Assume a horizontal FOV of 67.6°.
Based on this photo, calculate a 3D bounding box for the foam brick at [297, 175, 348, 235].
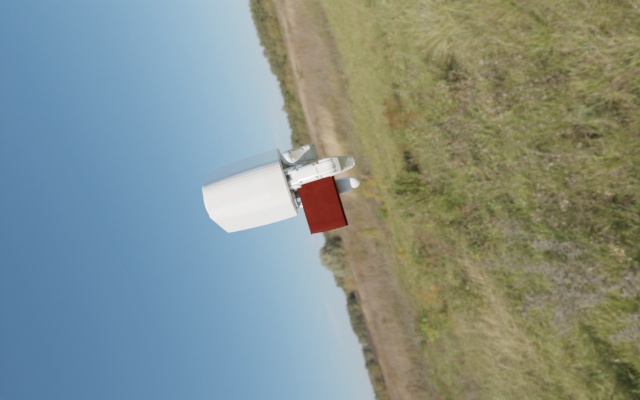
[{"bbox_3d":[0.000,0.002,0.645,0.051,0.078,0.053,-17,1,-3],"label":"foam brick"}]
